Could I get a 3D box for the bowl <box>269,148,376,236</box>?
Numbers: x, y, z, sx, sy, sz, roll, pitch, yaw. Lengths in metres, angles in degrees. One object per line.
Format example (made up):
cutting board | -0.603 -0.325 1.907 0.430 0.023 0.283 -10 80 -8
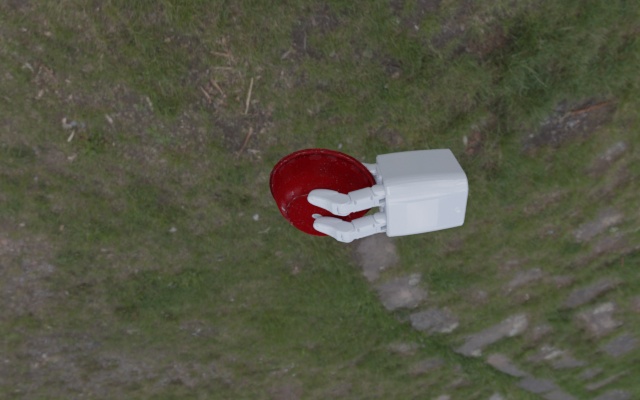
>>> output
bowl | -0.001 0.003 0.692 0.162 0.055 0.162 5 -42 5
